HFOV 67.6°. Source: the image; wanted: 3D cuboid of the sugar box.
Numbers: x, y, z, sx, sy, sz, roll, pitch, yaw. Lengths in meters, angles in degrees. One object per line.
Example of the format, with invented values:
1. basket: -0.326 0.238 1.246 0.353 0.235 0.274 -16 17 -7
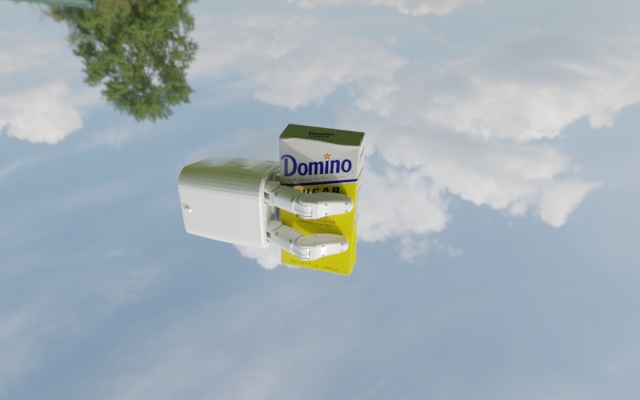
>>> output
1. sugar box: 0.000 0.002 0.568 0.093 0.176 0.048 8 33 11
